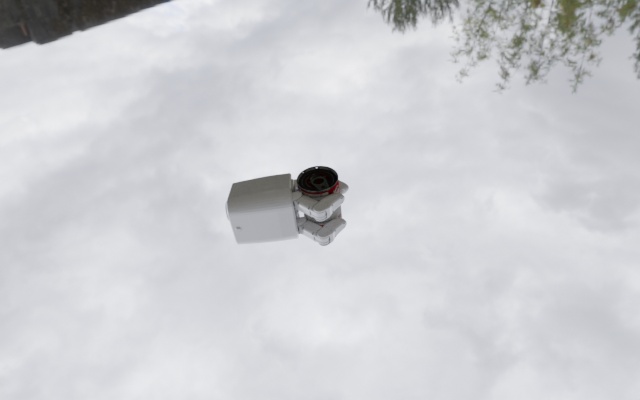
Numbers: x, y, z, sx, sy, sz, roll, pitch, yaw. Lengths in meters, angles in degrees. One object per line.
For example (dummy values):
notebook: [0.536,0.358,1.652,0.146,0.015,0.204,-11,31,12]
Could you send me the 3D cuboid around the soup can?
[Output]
soup can: [0.001,0.003,0.800,0.068,0.102,0.068,-5,40,4]
